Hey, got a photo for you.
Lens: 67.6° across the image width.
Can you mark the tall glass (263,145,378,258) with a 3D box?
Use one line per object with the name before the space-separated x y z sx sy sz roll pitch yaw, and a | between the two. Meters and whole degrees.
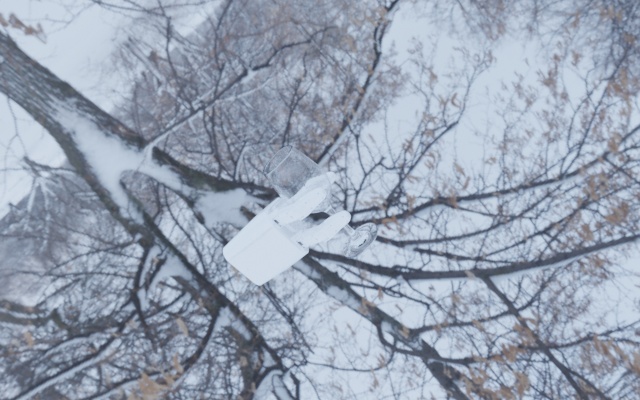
tall glass | 0.001 0.003 0.757 0.201 0.079 0.079 45 -20 -22
